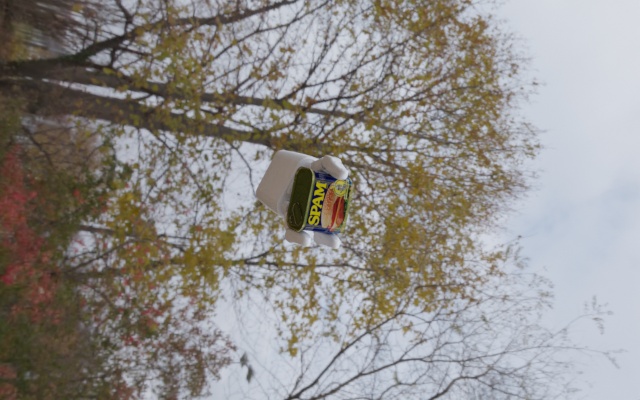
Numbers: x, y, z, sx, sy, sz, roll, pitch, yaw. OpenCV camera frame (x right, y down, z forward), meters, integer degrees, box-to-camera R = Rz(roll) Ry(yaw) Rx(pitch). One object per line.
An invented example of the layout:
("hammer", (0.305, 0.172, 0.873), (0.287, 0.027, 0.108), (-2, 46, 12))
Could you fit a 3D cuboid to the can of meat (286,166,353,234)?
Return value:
("can of meat", (0.000, 0.002, 0.775), (0.084, 0.102, 0.057), (9, 6, -33))
